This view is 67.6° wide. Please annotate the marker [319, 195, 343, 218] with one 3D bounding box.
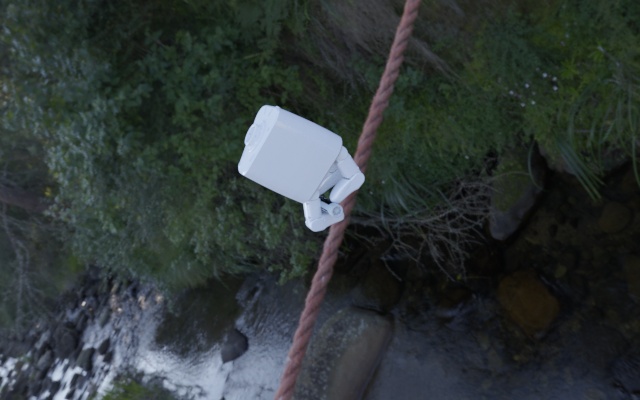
[{"bbox_3d":[0.000,0.002,0.736,0.020,0.020,0.121,0,13,-24],"label":"marker"}]
